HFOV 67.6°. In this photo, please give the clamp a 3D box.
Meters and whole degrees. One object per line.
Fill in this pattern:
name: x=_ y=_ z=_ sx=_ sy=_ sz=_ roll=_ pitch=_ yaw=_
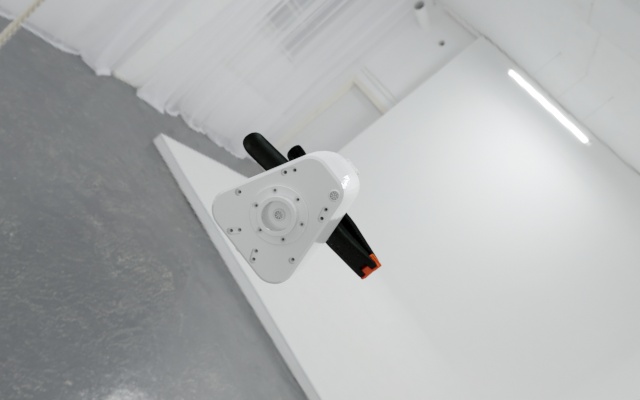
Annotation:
clamp: x=0.001 y=0.002 z=0.589 sx=0.036 sy=0.210 sz=0.164 roll=-40 pitch=-2 yaw=14
